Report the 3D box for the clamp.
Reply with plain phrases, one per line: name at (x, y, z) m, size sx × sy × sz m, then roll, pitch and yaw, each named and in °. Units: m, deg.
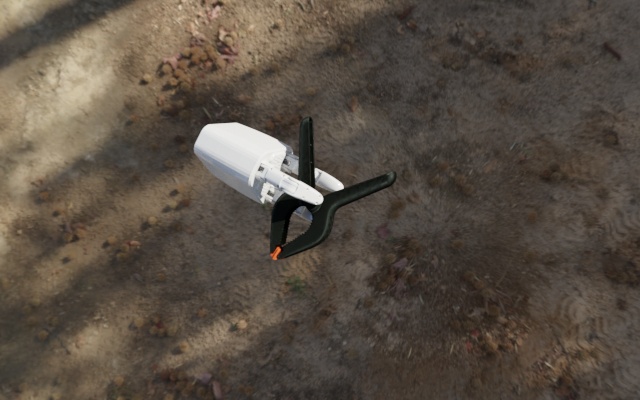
clamp at (-0.001, 0.003, 0.690) m, size 0.164 × 0.210 × 0.036 m, roll 28°, pitch 3°, yaw 17°
